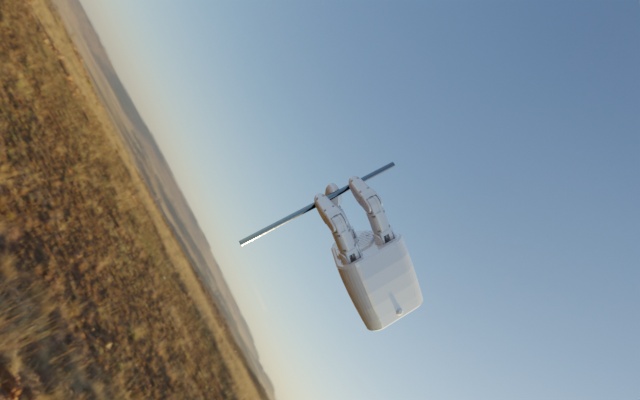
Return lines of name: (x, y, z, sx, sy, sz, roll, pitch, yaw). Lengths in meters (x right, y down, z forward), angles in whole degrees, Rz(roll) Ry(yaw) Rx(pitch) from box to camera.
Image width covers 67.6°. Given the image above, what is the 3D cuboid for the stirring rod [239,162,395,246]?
stirring rod: (0.000, 0.002, 0.643, 0.239, 0.011, 0.011, -27, 8, -15)
